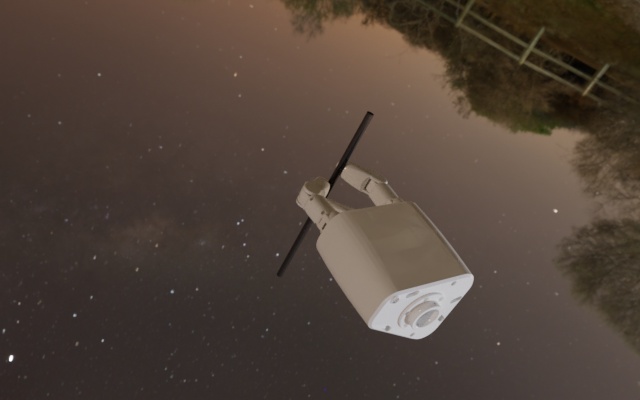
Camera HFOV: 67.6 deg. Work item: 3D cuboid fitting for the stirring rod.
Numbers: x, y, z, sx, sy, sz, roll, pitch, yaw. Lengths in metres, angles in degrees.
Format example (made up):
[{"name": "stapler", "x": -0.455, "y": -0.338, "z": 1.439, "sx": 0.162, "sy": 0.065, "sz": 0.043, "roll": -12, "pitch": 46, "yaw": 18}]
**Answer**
[{"name": "stirring rod", "x": 0.000, "y": 0.002, "z": 0.556, "sx": 0.011, "sy": 0.240, "sz": 0.011, "roll": 23, "pitch": 28, "yaw": -13}]
